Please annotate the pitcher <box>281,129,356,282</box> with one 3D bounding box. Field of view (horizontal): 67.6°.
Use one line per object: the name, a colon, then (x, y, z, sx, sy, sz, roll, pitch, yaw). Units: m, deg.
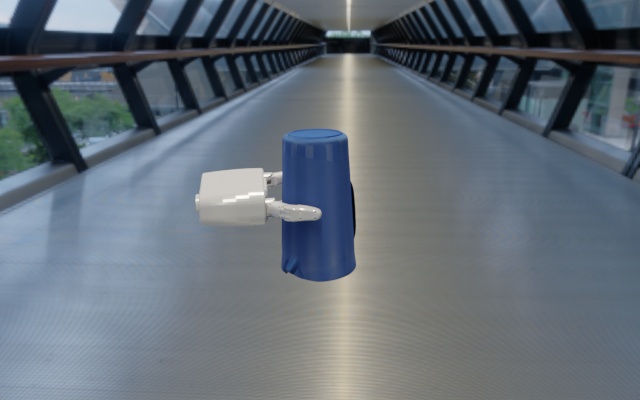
pitcher: (0.000, 0.003, 0.821, 0.145, 0.243, 0.149, -3, 17, -5)
